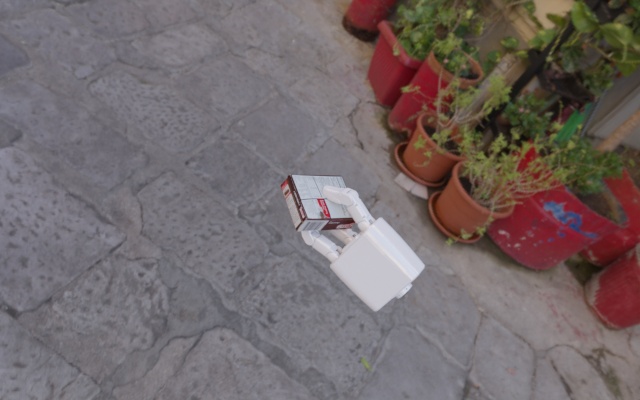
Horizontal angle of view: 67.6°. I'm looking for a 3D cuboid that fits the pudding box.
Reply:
[{"bbox_3d":[0.000,0.003,0.790,0.113,0.090,0.039,1,-35,-38],"label":"pudding box"}]
